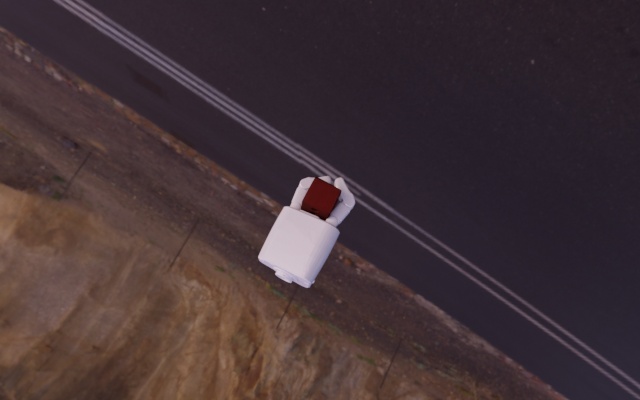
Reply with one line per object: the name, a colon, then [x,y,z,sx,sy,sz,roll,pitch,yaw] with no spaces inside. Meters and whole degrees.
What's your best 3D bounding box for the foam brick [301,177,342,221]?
foam brick: [0.000,0.003,0.842,0.053,0.051,0.078,27,-18,5]
